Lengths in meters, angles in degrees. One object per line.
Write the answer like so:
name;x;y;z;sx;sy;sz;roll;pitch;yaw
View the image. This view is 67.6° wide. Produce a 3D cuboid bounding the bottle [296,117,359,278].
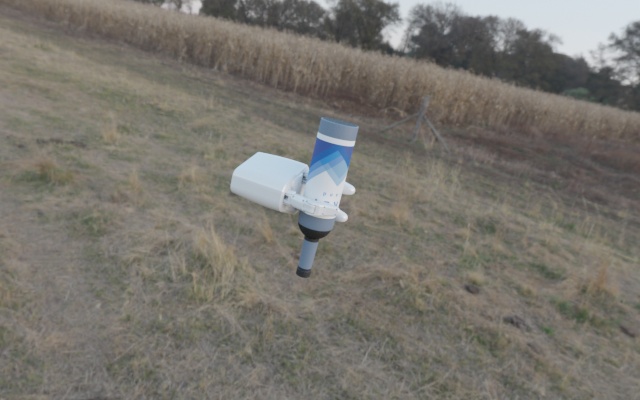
bottle;0.000;0.003;0.861;0.069;0.296;0.069;13;16;-4
